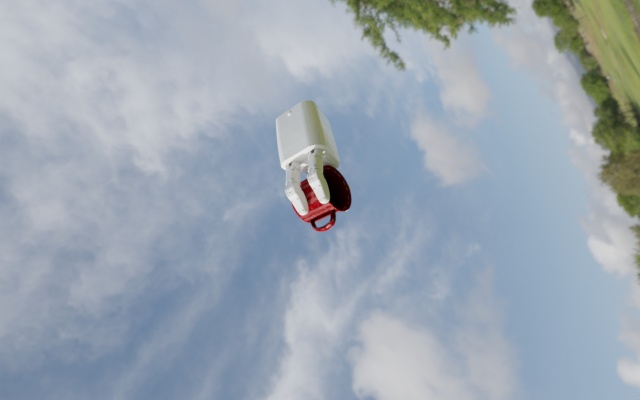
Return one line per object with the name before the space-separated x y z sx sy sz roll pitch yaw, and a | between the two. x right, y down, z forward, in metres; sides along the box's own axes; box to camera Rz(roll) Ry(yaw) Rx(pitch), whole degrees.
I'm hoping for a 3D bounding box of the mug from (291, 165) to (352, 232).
mug | 0.000 0.004 0.889 0.081 0.117 0.093 -27 -30 33
